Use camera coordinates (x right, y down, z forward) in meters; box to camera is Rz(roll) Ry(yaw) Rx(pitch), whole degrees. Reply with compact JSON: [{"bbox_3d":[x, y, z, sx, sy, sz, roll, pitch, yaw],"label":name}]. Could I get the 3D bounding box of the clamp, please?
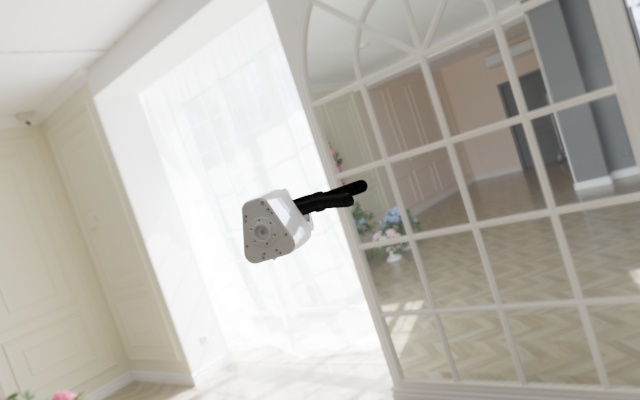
[{"bbox_3d":[0.000,0.002,0.879,0.171,0.039,0.120,-18,4,13],"label":"clamp"}]
